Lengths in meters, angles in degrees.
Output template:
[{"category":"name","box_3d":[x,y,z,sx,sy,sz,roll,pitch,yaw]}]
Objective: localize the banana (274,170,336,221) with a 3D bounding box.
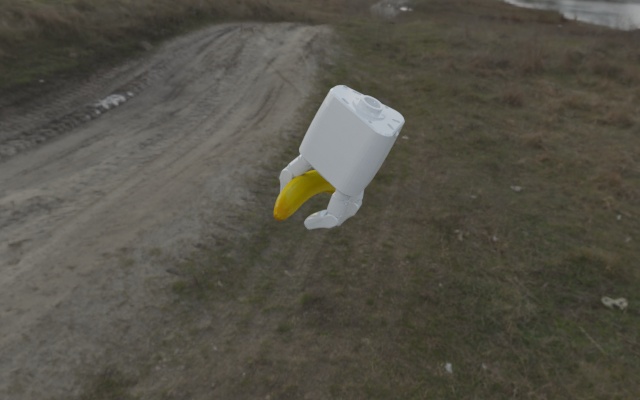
[{"category":"banana","box_3d":[-0.005,-0.014,0.734,0.198,0.069,0.037,-9,-20,-49]}]
